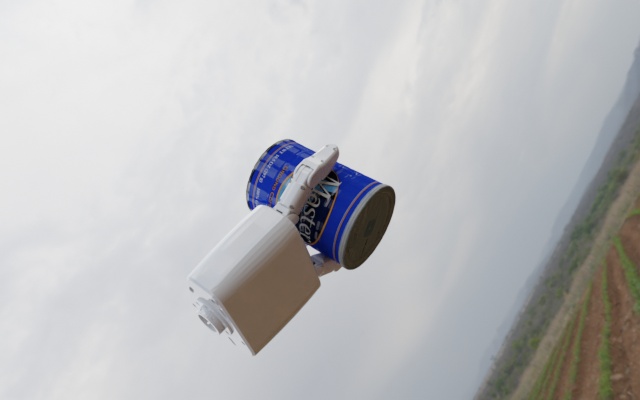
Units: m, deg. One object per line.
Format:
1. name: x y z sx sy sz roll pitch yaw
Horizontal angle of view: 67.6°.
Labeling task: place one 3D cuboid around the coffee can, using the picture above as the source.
1. coffee can: 0.000 0.002 0.550 0.140 0.103 0.103 28 13 27
